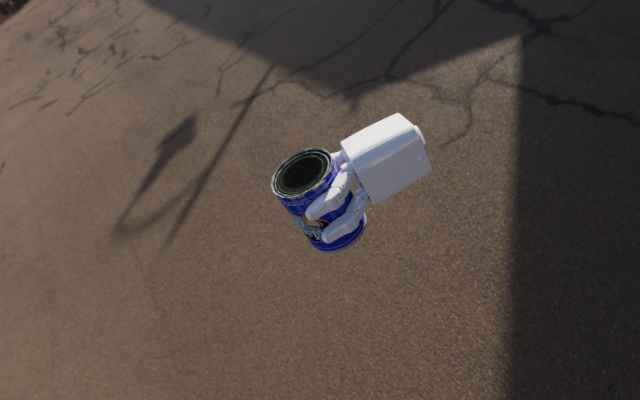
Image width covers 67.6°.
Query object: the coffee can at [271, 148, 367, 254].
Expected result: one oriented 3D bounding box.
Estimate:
[{"bbox_3d":[0.000,0.003,0.753,0.103,0.102,0.140,0,-40,33],"label":"coffee can"}]
